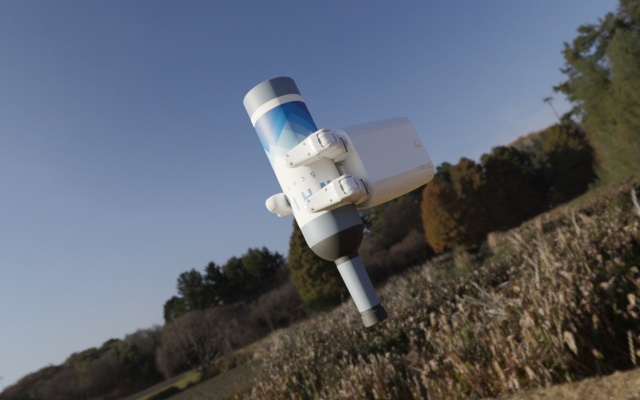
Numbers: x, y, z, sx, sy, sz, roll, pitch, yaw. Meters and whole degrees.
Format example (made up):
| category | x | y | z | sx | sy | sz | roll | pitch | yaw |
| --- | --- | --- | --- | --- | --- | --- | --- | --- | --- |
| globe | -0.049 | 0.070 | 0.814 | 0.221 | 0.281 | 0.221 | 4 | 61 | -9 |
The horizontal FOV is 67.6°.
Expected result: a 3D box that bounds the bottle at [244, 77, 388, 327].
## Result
| category | x | y | z | sx | sy | sz | roll | pitch | yaw |
| --- | --- | --- | --- | --- | --- | --- | --- | --- | --- |
| bottle | 0.000 | 0.002 | 0.546 | 0.069 | 0.295 | 0.069 | -24 | -10 | -5 |
